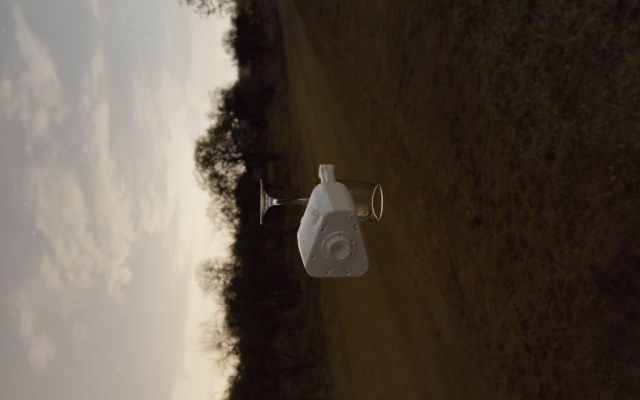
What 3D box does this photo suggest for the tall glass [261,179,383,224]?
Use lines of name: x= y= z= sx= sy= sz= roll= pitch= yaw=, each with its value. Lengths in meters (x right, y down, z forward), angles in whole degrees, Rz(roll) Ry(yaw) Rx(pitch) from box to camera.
tall glass: x=-0.001 y=0.003 z=0.804 sx=0.201 sy=0.079 sz=0.079 roll=0 pitch=0 yaw=-7
